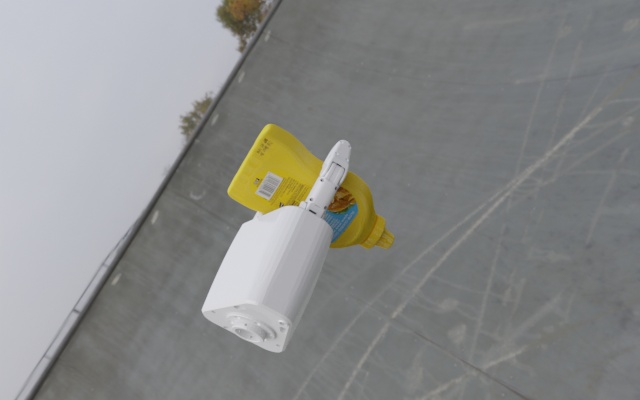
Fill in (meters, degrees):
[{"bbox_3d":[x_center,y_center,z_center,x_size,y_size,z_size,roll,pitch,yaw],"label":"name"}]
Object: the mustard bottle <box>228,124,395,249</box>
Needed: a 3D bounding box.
[{"bbox_3d":[0.000,0.001,0.535,0.191,0.096,0.058,30,31,-10],"label":"mustard bottle"}]
